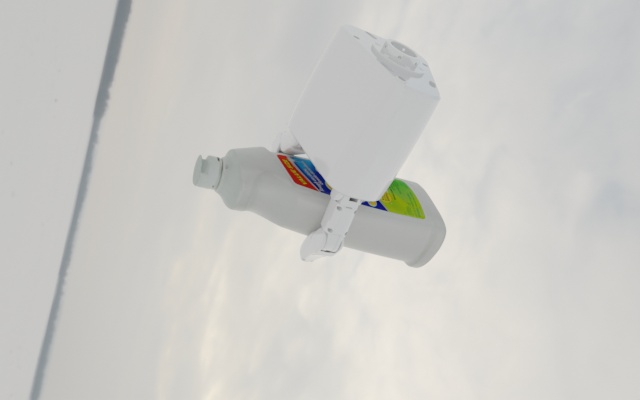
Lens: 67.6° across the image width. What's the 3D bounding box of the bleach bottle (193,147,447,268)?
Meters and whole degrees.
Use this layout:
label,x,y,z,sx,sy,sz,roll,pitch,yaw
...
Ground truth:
label,x,y,z,sx,sy,sz,roll,pitch,yaw
bleach bottle,0.000,0.002,0.481,0.251,0.068,0.102,12,36,-26
